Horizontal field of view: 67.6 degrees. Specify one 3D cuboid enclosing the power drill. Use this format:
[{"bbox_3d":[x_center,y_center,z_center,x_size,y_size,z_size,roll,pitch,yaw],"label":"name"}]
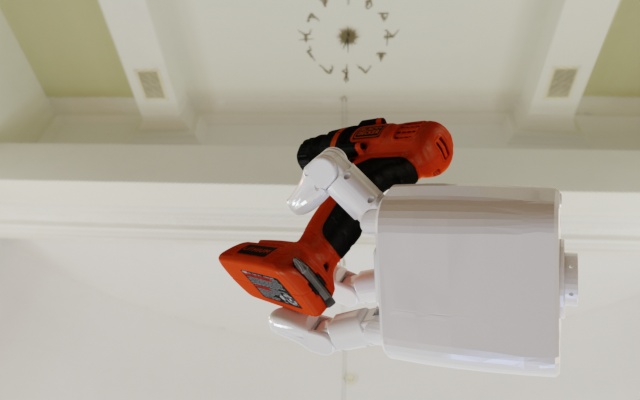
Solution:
[{"bbox_3d":[0.000,0.002,0.415,0.184,0.057,0.187,1,45,52],"label":"power drill"}]
